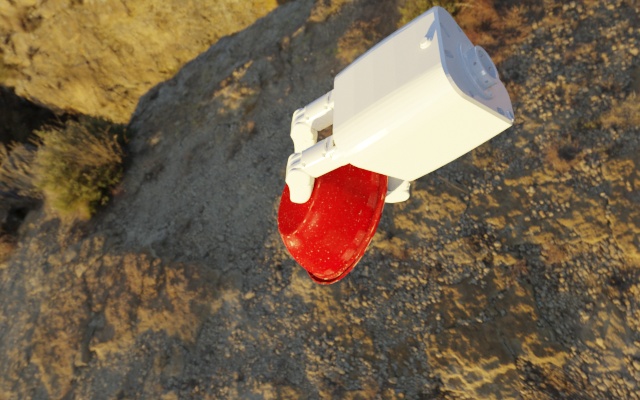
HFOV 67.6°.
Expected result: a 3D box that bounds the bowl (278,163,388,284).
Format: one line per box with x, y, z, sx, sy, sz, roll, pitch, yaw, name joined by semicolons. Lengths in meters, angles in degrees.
-0.001;0.002;0.497;0.055;0.162;0.162;20;-8;-24;bowl
